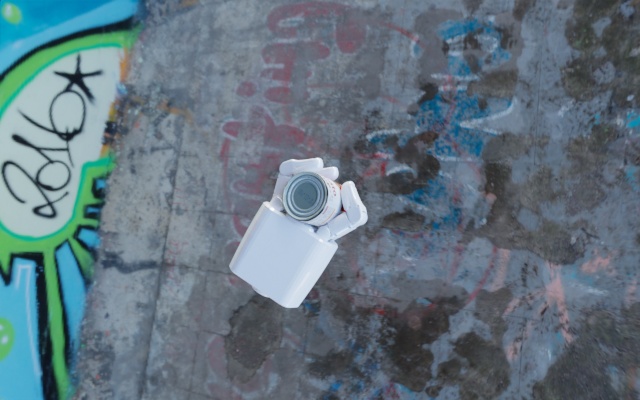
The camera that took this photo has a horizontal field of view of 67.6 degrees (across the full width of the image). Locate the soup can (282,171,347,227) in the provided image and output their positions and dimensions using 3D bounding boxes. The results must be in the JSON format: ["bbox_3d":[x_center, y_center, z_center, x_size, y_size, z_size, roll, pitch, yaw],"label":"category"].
[{"bbox_3d":[0.000,0.002,0.656,0.068,0.068,0.102,0,-10,26],"label":"soup can"}]
